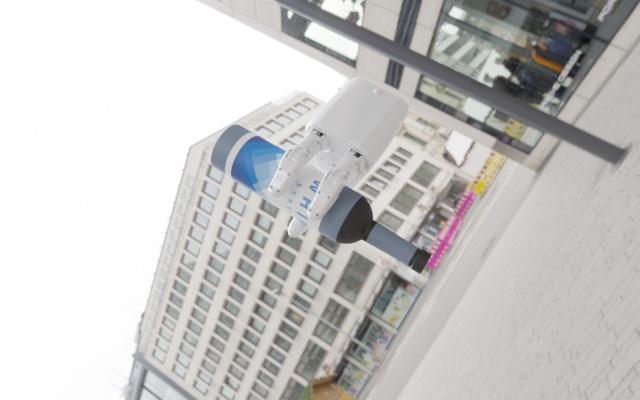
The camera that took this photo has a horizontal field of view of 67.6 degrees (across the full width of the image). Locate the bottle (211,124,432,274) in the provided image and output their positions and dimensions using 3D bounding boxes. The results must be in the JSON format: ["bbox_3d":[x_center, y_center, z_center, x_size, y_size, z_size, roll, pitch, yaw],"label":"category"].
[{"bbox_3d":[0.000,0.002,0.591,0.295,0.069,0.069,31,8,14],"label":"bottle"}]
